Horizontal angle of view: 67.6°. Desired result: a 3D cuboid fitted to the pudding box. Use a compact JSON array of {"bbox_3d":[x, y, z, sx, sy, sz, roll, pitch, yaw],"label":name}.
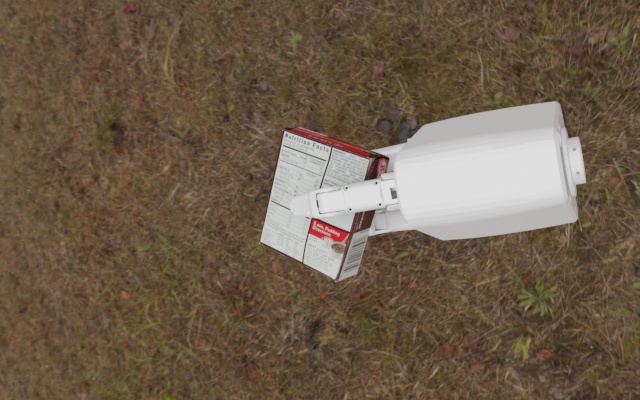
[{"bbox_3d":[0.000,0.001,0.414,0.090,0.113,0.039,23,17,28],"label":"pudding box"}]
